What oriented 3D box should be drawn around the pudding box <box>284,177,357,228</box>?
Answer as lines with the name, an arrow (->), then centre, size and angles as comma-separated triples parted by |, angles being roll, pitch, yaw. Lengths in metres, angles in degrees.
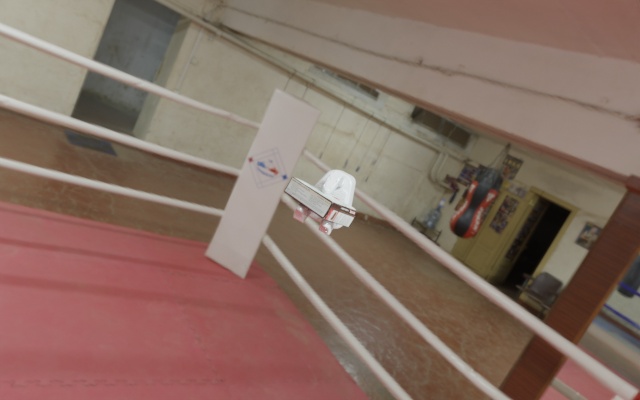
pudding box -> 0.000, 0.003, 0.889 | 0.113, 0.039, 0.090 | 31, 7, 36
